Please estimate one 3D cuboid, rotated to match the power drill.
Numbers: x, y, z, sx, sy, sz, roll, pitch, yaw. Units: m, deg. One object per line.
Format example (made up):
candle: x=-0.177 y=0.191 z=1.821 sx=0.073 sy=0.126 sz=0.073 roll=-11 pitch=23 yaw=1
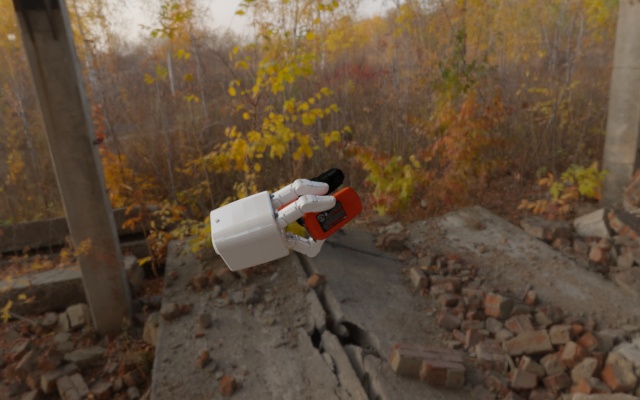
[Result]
power drill: x=0.000 y=0.003 z=0.885 sx=0.184 sy=0.057 sz=0.187 roll=-36 pitch=19 yaw=-16
